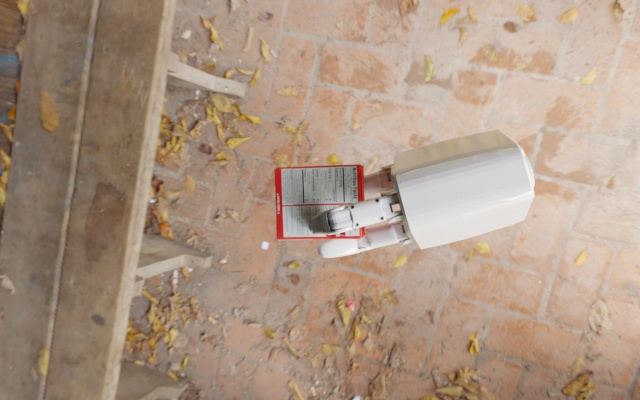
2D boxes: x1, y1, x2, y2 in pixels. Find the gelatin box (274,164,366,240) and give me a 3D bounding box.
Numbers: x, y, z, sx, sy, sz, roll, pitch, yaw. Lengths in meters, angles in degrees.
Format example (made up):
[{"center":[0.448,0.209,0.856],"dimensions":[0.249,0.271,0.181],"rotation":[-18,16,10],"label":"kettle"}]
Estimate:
[{"center":[0.000,0.002,0.479],"dimensions":[0.089,0.073,0.030],"rotation":[-2,2,10],"label":"gelatin box"}]
